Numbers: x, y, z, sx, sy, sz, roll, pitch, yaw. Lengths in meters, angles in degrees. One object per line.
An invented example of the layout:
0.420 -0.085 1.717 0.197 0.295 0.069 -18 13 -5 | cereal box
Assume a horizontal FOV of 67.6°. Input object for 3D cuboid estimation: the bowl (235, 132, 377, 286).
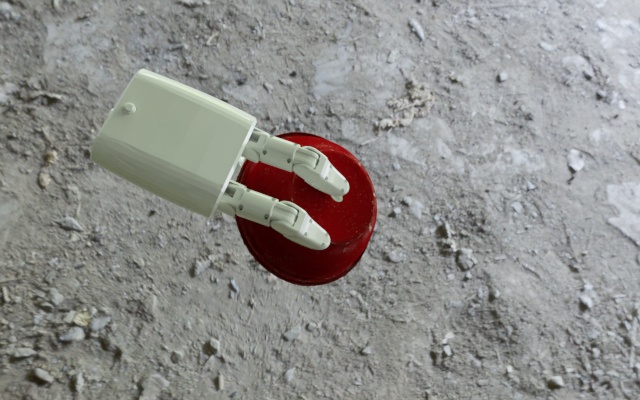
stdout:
0.001 0.002 0.470 0.162 0.162 0.055 0 -12 -30 | bowl
